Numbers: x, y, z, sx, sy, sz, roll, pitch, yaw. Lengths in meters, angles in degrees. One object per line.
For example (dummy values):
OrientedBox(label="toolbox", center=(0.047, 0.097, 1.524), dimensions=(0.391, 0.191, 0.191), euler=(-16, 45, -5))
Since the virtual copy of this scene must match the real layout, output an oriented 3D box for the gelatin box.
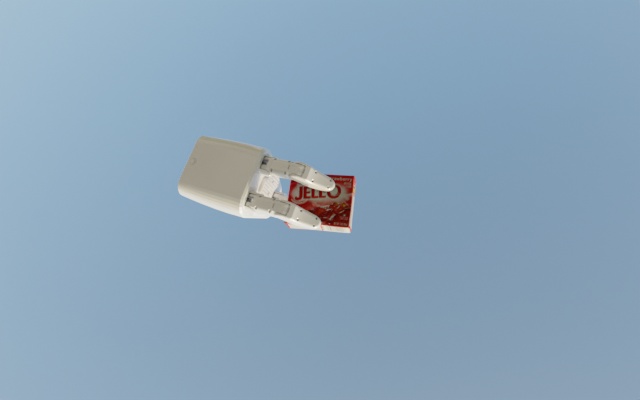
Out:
OrientedBox(label="gelatin box", center=(0.001, 0.002, 0.644), dimensions=(0.089, 0.073, 0.030), euler=(4, -18, 10))
